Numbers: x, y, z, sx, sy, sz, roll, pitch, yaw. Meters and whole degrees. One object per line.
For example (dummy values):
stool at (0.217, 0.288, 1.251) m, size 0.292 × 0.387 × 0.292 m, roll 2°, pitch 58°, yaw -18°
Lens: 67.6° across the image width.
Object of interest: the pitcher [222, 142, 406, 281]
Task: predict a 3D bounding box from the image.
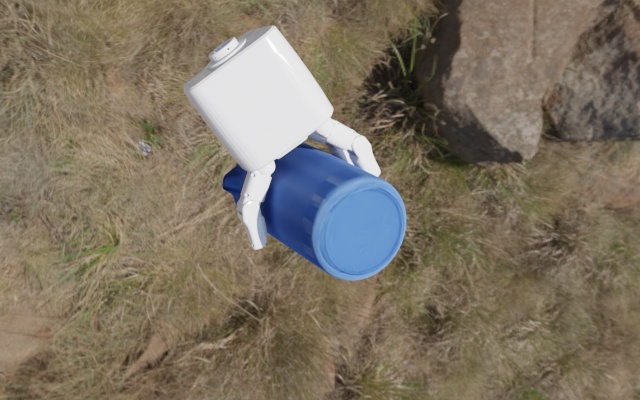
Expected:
pitcher at (0.000, 0.002, 0.570) m, size 0.149 × 0.145 × 0.242 m, roll -41°, pitch 28°, yaw -11°
